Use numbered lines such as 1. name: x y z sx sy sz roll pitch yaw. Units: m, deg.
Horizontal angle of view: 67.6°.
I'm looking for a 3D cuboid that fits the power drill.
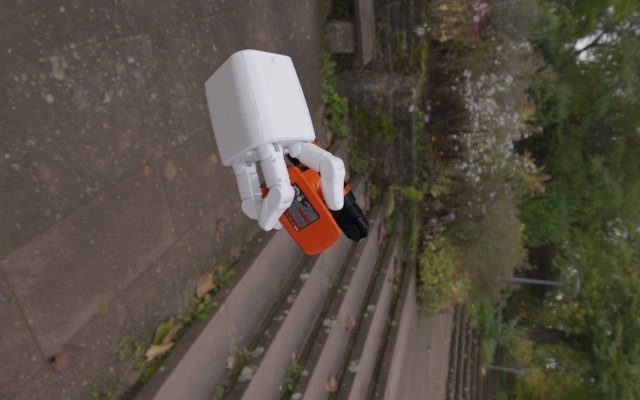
1. power drill: 0.000 0.002 0.634 0.057 0.184 0.187 -35 8 16
